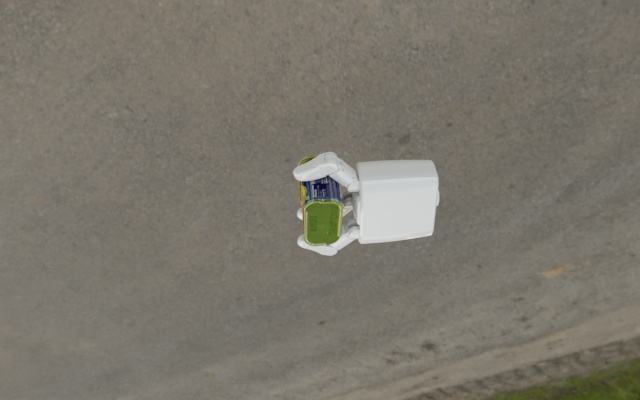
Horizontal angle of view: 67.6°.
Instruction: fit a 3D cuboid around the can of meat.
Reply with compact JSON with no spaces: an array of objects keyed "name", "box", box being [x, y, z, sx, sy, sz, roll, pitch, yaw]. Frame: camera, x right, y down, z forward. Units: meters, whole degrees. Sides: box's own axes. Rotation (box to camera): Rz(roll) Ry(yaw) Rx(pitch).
[{"name":"can of meat","box":[0.000,0.002,0.664,0.057,0.083,0.102,-3,-41,-4]}]
